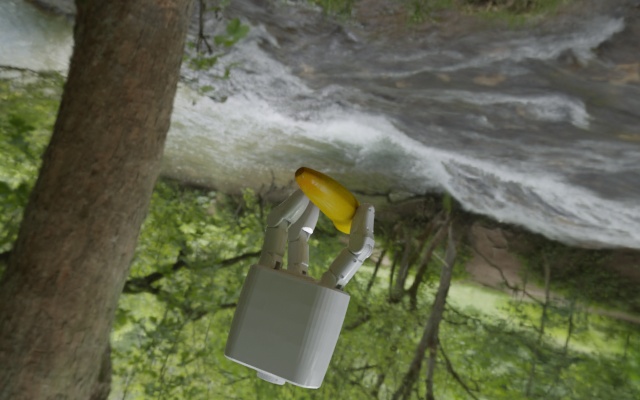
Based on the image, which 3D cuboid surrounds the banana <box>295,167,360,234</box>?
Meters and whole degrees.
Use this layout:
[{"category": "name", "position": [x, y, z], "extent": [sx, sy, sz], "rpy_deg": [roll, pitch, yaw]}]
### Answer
[{"category": "banana", "position": [0.018, 0.009, 0.563], "extent": [0.069, 0.037, 0.198], "rpy_deg": [21, -10, 13]}]
